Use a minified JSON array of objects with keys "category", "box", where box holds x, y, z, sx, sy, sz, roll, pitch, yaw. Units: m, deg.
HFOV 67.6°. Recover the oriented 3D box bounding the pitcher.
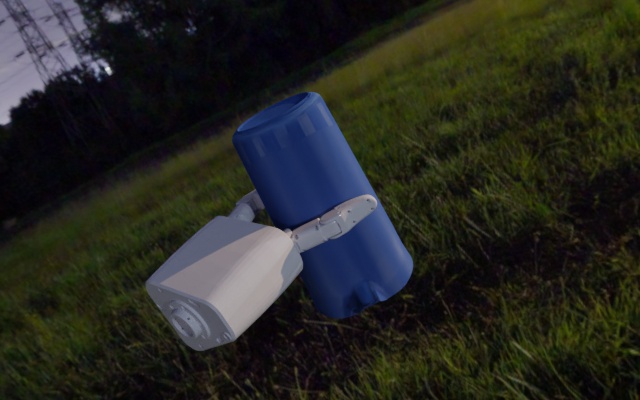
[{"category":"pitcher","box":[0.000,0.002,0.562,0.149,0.243,0.145,-6,30,45]}]
